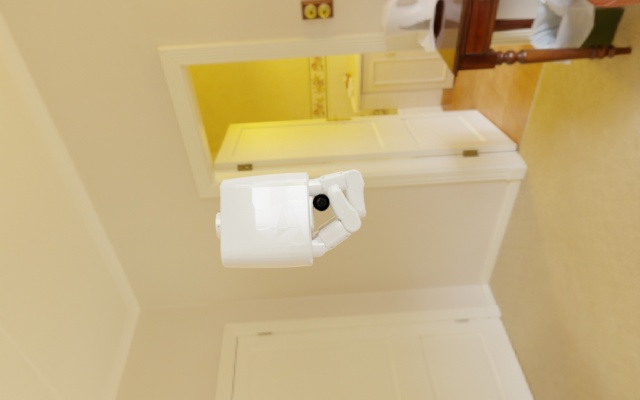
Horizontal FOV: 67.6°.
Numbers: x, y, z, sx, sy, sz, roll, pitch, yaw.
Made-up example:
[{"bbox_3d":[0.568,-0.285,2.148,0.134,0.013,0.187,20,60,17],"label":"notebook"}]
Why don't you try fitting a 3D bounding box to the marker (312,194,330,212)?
[{"bbox_3d":[0.000,0.002,0.562,0.020,0.020,0.121,0,1,-1],"label":"marker"}]
